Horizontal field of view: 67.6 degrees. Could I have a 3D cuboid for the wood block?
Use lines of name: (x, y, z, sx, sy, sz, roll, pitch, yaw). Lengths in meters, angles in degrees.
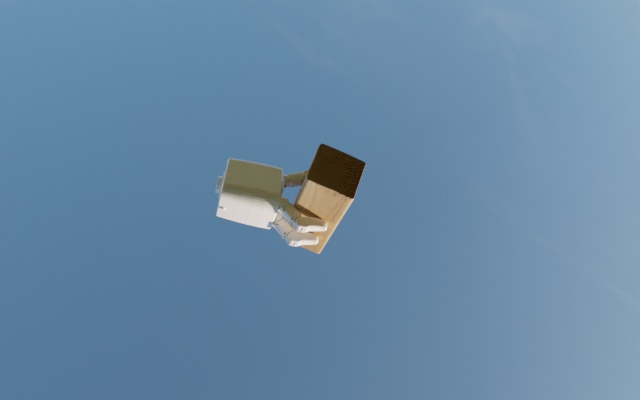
wood block: (0.000, 0.003, 0.896, 0.090, 0.090, 0.206, 23, -36, -3)
